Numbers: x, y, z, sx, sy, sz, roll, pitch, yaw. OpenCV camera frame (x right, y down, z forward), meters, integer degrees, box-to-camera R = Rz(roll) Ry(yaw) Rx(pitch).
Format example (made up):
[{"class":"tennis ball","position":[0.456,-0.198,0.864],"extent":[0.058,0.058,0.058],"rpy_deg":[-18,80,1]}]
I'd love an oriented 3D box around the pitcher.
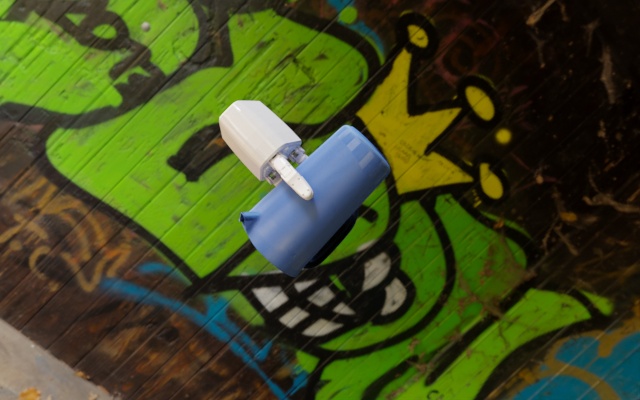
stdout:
[{"class":"pitcher","position":[0.000,0.002,0.785],"extent":[0.243,0.145,0.149],"rpy_deg":[-45,-6,3]}]
